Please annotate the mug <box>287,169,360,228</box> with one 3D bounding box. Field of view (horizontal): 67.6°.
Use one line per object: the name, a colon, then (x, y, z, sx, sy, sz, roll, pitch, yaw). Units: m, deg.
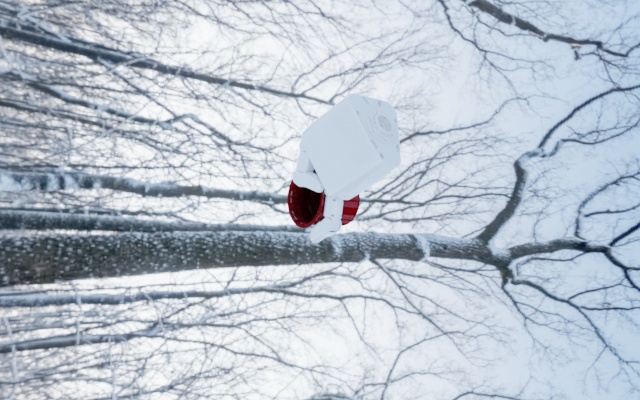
mug: (-0.001, 0.003, 0.756, 0.081, 0.093, 0.117, 5, -24, -37)
